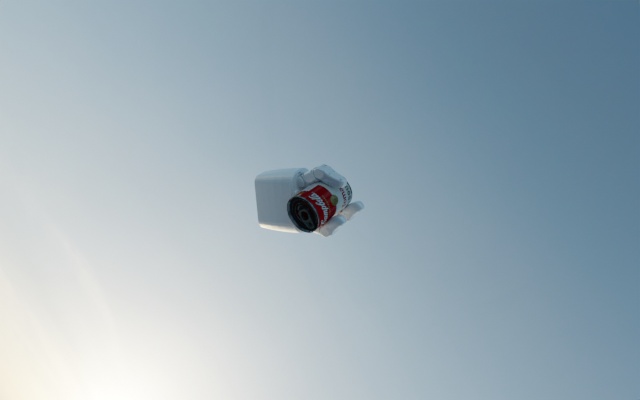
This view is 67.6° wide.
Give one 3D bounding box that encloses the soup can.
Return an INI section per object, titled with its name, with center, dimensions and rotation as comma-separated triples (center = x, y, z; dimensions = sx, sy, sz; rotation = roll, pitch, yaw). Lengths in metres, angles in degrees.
[soup can]
center = 0.001, 0.002, 0.825
dimensions = 0.068, 0.068, 0.102
rotation = 0, 25, 42
